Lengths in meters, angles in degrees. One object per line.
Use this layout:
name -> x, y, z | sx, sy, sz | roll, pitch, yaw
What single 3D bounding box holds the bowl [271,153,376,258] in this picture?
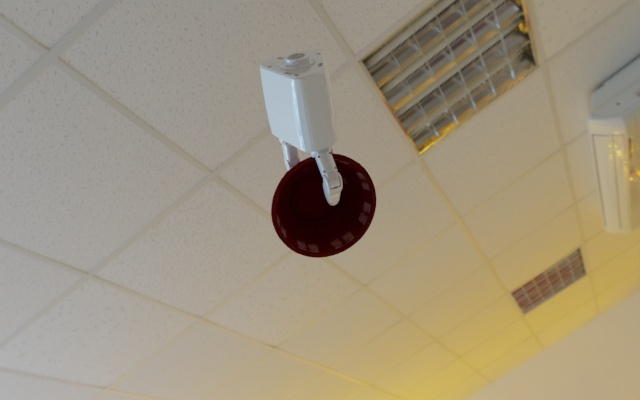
bowl -> 0.000, 0.003, 0.723 | 0.162, 0.162, 0.055 | 0, 18, -18
